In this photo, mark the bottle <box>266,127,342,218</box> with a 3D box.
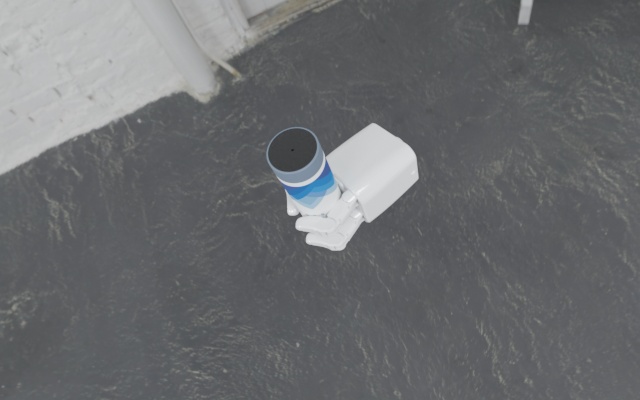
[{"bbox_3d":[0.000,0.002,0.703,0.069,0.069,0.296,0,-26,15],"label":"bottle"}]
